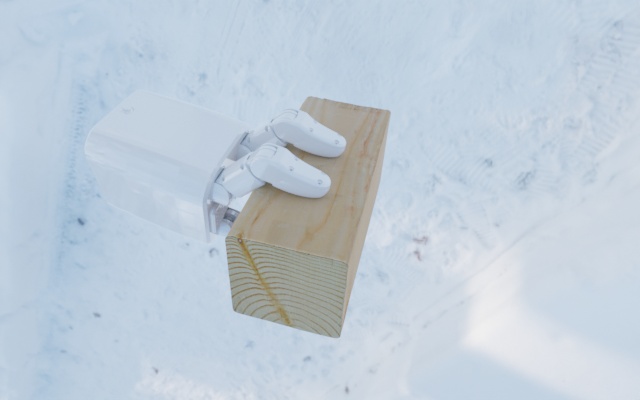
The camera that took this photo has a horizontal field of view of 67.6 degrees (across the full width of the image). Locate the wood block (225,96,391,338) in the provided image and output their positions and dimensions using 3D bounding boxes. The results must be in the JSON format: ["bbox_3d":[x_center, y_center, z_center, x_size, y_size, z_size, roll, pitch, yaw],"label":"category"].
[{"bbox_3d":[0.000,0.002,0.423,0.090,0.091,0.206,12,42,9],"label":"wood block"}]
